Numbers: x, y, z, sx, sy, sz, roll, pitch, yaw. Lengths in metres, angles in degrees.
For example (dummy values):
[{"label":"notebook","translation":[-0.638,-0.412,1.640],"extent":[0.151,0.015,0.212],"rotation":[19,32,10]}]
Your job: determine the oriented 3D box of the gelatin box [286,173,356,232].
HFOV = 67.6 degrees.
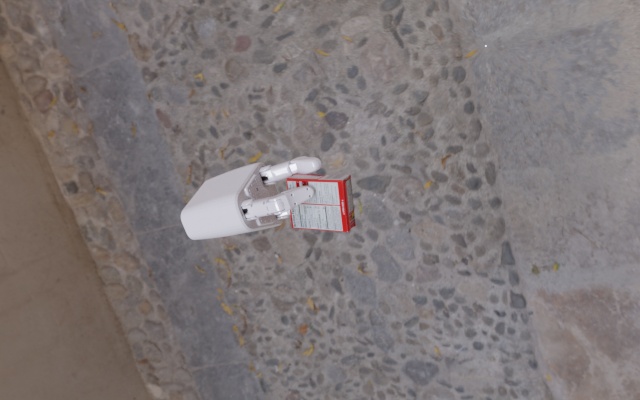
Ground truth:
[{"label":"gelatin box","translation":[0.000,0.002,0.648],"extent":[0.089,0.073,0.030],"rotation":[3,20,27]}]
